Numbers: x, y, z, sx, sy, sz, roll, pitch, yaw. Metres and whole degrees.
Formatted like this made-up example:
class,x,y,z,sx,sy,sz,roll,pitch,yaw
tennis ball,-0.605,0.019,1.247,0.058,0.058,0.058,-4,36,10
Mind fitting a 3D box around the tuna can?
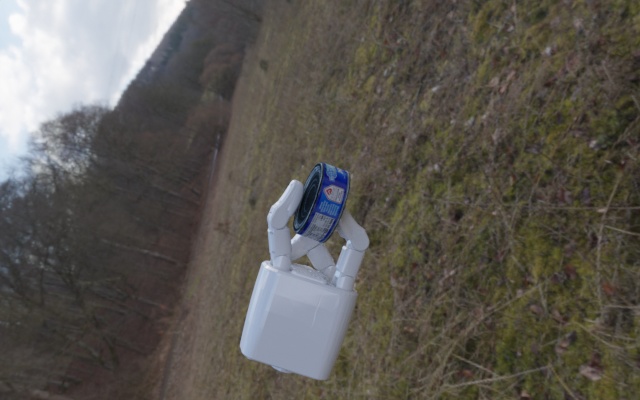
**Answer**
class,x,y,z,sx,sy,sz,roll,pitch,yaw
tuna can,0.000,0.001,0.530,0.034,0.086,0.086,20,-5,-13
